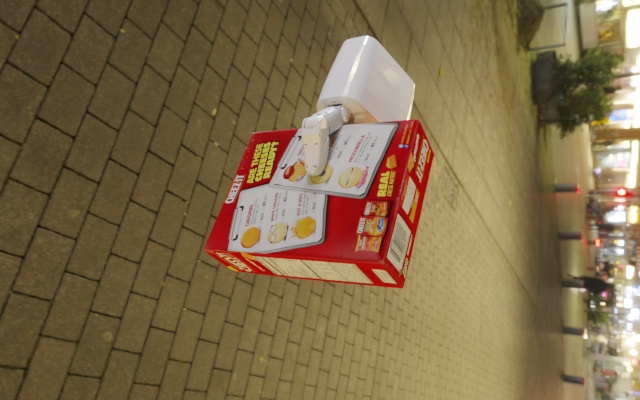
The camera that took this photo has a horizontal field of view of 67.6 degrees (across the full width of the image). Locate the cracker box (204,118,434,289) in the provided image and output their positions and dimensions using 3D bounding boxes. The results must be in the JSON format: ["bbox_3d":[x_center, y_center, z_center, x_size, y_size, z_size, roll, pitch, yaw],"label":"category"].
[{"bbox_3d":[0.000,0.002,0.517,0.213,0.164,0.072,0,-32,32],"label":"cracker box"}]
